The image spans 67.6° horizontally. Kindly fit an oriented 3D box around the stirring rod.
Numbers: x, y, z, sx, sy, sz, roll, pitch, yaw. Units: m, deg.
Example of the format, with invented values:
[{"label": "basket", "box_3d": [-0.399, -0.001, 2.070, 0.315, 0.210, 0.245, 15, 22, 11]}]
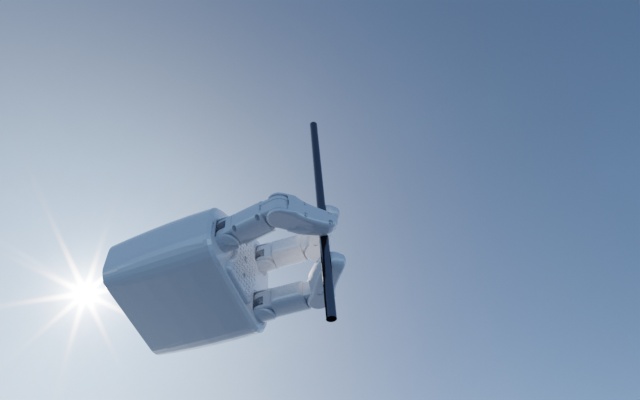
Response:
[{"label": "stirring rod", "box_3d": [0.000, 0.001, 0.424, 0.011, 0.011, 0.239, 0, 43, -5]}]
